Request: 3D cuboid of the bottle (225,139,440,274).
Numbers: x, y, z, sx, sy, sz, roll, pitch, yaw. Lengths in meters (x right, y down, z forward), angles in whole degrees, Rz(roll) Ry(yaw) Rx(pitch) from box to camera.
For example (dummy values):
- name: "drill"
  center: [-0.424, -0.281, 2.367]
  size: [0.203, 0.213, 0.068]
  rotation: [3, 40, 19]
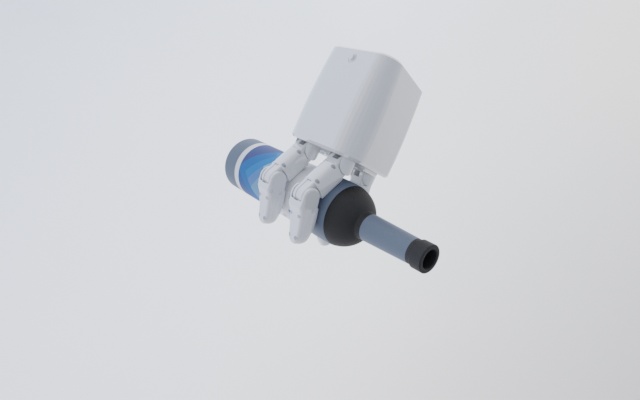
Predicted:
- name: "bottle"
  center: [0.000, 0.002, 0.510]
  size: [0.069, 0.069, 0.295]
  rotation: [0, 19, -42]
